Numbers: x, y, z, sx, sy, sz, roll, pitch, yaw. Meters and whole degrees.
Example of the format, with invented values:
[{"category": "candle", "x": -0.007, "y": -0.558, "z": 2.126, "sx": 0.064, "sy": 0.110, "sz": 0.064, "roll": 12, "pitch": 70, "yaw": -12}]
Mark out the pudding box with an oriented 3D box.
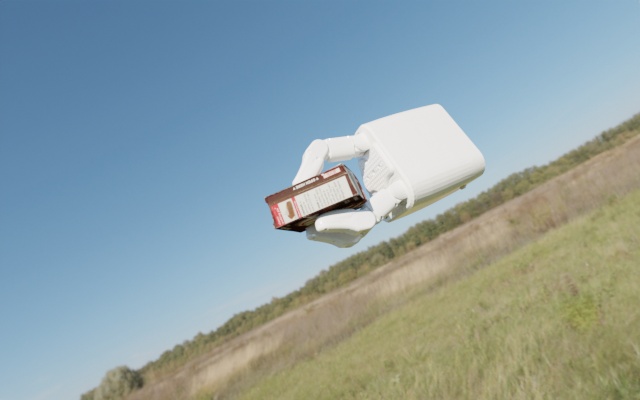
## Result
[{"category": "pudding box", "x": 0.000, "y": 0.002, "z": 0.513, "sx": 0.090, "sy": 0.039, "sz": 0.113, "roll": -24, "pitch": -12, "yaw": 8}]
